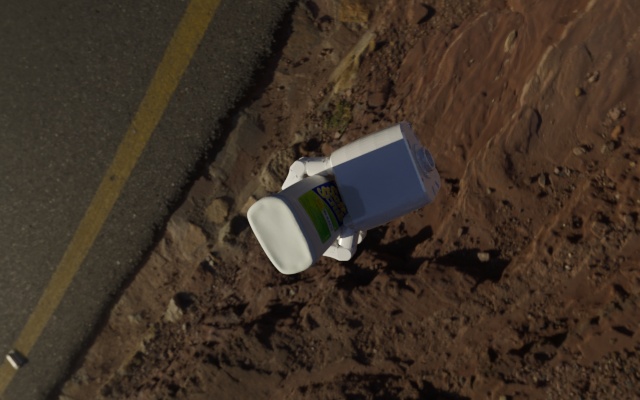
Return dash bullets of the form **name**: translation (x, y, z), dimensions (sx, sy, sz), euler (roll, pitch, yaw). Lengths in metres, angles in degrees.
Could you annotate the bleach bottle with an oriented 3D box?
- **bleach bottle**: translation (0.000, 0.002, 0.665), dimensions (0.068, 0.102, 0.250), euler (-23, 10, 28)
